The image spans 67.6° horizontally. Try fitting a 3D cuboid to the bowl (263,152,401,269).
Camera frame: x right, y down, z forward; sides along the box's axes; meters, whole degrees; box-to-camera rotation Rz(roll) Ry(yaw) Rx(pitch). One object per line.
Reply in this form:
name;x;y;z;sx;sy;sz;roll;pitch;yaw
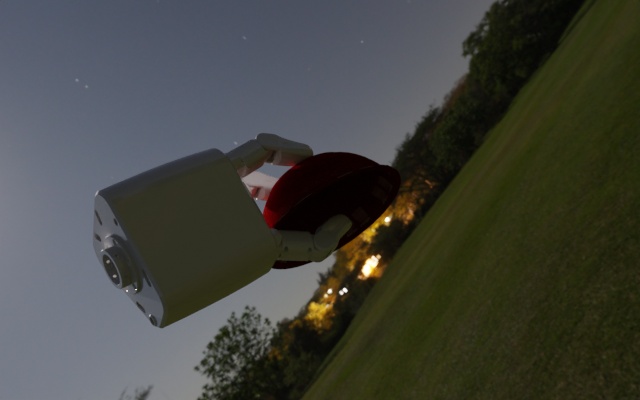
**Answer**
bowl;0.001;0.001;0.487;0.162;0.055;0.162;-26;-26;-14
